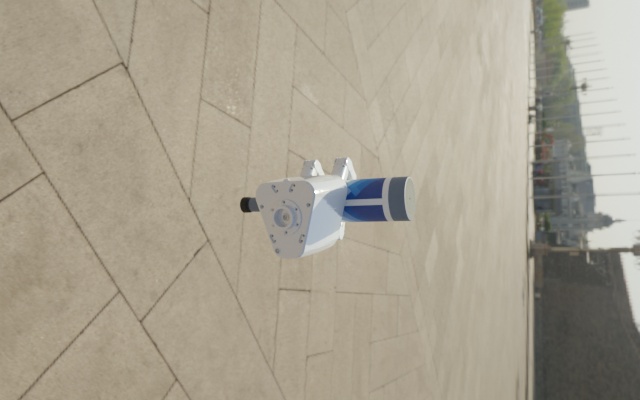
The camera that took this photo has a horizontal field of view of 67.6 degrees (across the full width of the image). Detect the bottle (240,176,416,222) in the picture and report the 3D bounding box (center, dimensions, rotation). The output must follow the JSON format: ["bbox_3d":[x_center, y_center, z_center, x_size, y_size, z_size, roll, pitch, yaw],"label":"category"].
[{"bbox_3d":[0.000,0.003,0.770,0.296,0.069,0.069,-2,-1,25],"label":"bottle"}]
